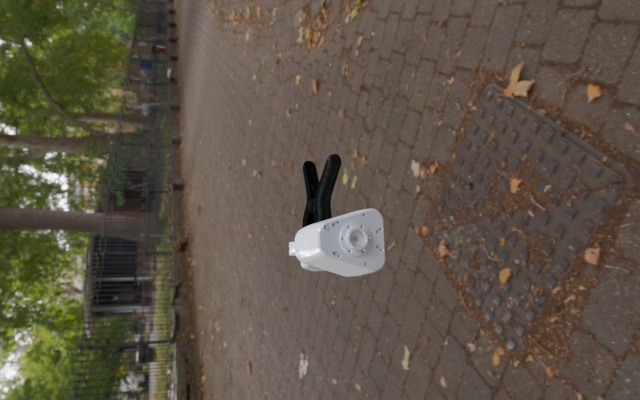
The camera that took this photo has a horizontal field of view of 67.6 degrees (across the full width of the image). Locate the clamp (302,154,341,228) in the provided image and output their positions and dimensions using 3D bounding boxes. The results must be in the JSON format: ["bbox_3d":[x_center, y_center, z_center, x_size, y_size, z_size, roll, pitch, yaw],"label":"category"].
[{"bbox_3d":[0.000,0.003,0.808,0.039,0.171,0.120,2,-11,-20],"label":"clamp"}]
